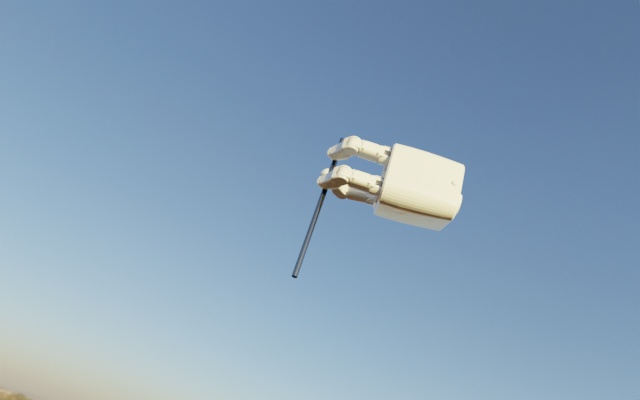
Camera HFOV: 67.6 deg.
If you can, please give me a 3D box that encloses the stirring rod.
[{"bbox_3d":[0.000,0.002,0.687,0.011,0.239,0.011,14,-31,9],"label":"stirring rod"}]
